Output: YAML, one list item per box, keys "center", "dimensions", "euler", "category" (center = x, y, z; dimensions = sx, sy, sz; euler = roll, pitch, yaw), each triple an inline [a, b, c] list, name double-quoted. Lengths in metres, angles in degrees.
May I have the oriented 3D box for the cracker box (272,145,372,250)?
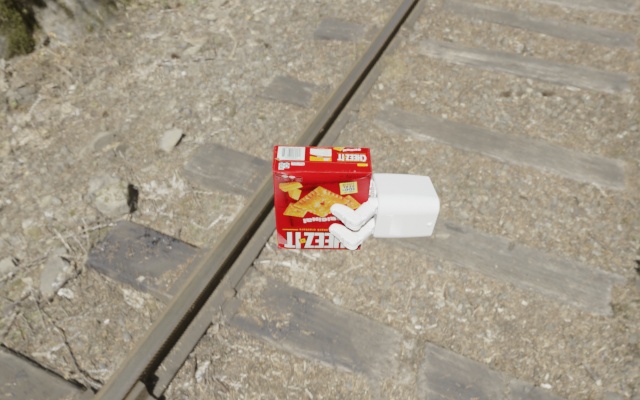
- center: [0.000, 0.003, 0.857]
  dimensions: [0.164, 0.072, 0.214]
  euler: [1, -43, -1]
  category: "cracker box"
